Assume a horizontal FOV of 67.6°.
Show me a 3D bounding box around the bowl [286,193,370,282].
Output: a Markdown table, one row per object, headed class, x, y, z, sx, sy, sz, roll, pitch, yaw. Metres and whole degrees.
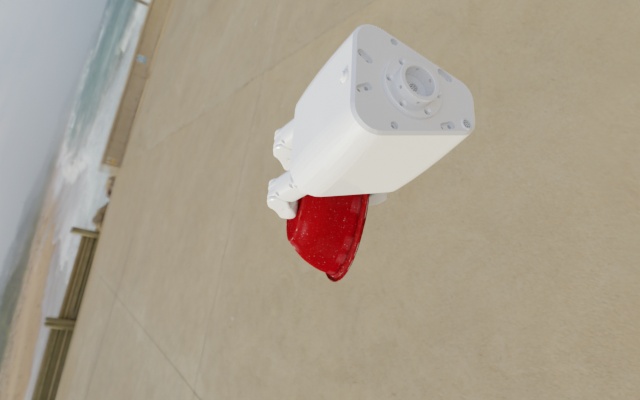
| class | x | y | z | sx | sy | sz | roll | pitch | yaw |
| --- | --- | --- | --- | --- | --- | --- | --- | --- | --- |
| bowl | -0.001 | 0.002 | 0.504 | 0.055 | 0.162 | 0.162 | 9 | -2 | -12 |
